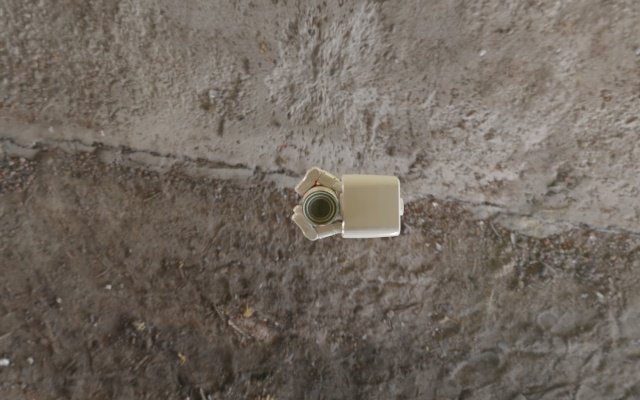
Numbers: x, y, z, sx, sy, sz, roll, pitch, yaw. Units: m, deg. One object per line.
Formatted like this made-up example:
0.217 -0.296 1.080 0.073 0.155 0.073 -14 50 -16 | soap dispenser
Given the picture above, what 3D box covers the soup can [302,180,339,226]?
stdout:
0.000 0.003 0.896 0.068 0.068 0.102 0 14 0 | soup can
